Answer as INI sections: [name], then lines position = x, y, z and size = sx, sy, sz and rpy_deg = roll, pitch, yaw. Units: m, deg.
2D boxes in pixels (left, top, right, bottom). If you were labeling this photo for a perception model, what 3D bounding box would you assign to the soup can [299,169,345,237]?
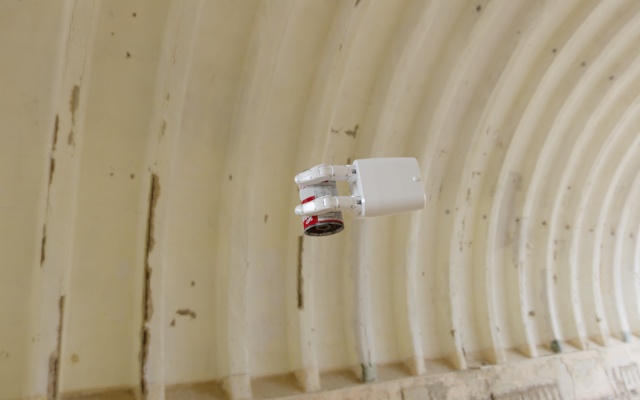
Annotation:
[soup can]
position = 0.000, 0.002, 0.810
size = 0.068, 0.102, 0.068
rpy_deg = -7, -20, -3
